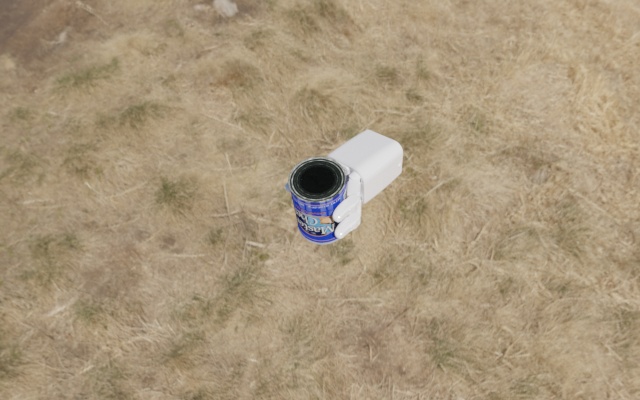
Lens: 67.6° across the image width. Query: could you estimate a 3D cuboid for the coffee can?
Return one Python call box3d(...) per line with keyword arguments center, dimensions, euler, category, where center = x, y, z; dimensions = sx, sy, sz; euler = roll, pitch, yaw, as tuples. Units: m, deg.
box3d(center=(0.000, 0.003, 0.888), dimensions=(0.103, 0.102, 0.140), euler=(0, -36, 6), category="coffee can")
